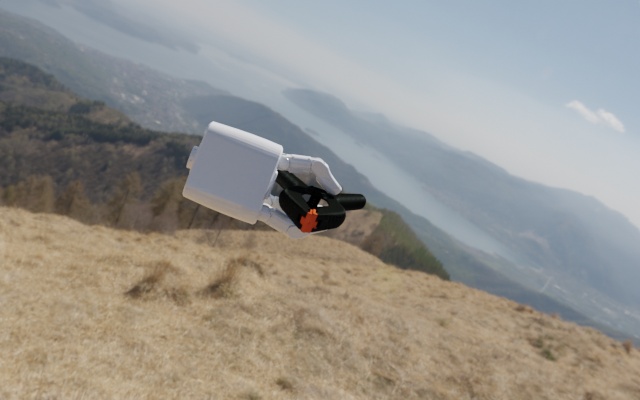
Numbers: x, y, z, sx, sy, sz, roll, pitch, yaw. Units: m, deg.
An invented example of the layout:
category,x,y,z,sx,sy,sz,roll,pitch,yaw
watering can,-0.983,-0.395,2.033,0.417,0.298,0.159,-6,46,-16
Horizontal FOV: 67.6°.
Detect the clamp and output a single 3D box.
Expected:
category,x,y,z,sx,sy,sz,roll,pitch,yaw
clamp,0.000,0.002,0.684,0.164,0.036,0.210,18,16,-9
